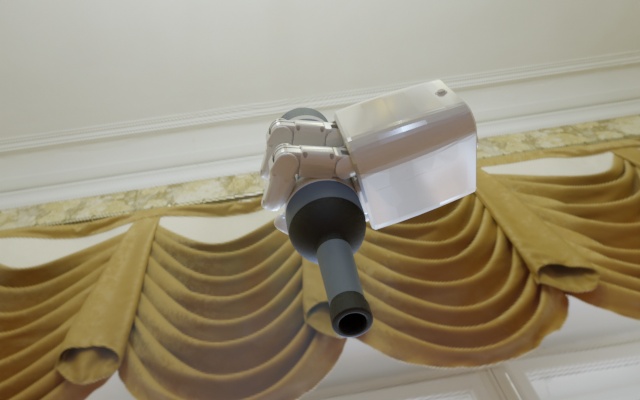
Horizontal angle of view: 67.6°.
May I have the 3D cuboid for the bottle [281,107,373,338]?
[{"bbox_3d":[0.000,0.001,0.431,0.069,0.069,0.295,0,32,-10],"label":"bottle"}]
